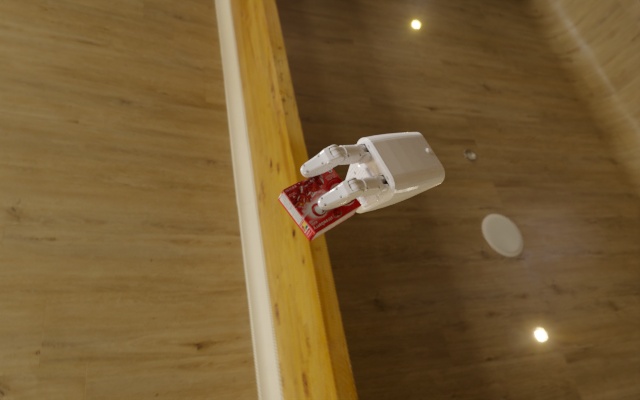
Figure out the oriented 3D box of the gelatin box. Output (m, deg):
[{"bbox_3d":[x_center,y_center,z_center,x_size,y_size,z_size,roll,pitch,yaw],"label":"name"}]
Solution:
[{"bbox_3d":[0.000,0.002,0.643,0.089,0.073,0.030,-29,-16,-32],"label":"gelatin box"}]
